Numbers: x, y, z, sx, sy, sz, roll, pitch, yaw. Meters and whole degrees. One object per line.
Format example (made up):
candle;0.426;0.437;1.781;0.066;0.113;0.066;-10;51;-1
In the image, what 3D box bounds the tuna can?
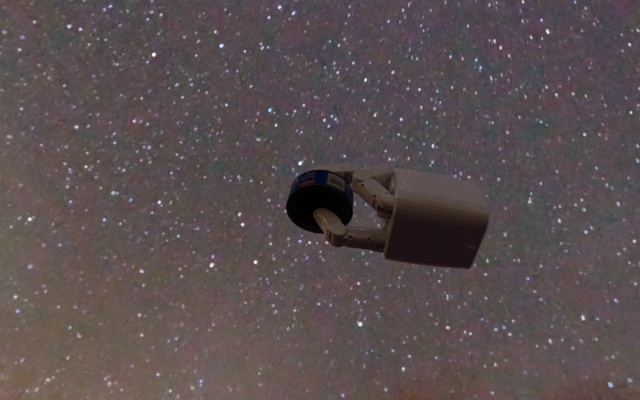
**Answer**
tuna can;0.000;0.002;0.618;0.086;0.086;0.033;0;42;8
